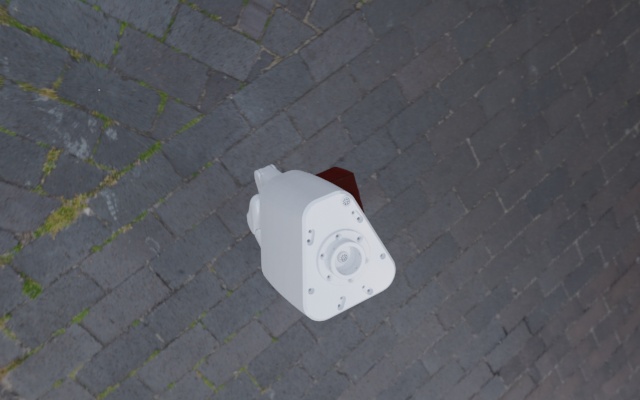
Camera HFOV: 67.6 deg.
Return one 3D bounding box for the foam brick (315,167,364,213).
[{"bbox_3d":[0.000,0.002,0.528,0.078,0.053,0.051,-23,18,-19],"label":"foam brick"}]
